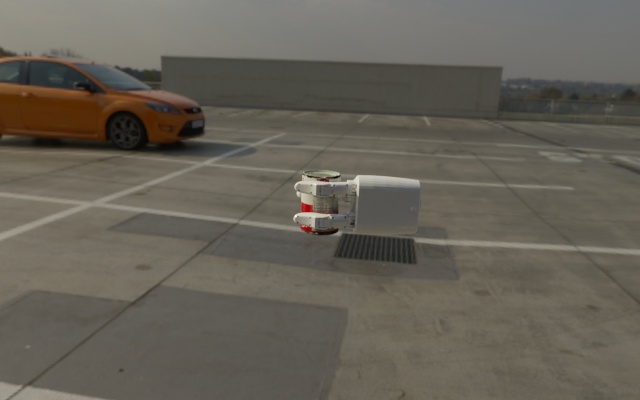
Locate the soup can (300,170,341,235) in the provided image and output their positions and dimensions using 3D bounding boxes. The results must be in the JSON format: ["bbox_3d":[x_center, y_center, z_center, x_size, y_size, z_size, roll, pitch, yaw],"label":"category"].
[{"bbox_3d":[0.000,0.002,0.829,0.068,0.102,0.068,2,13,-1],"label":"soup can"}]
